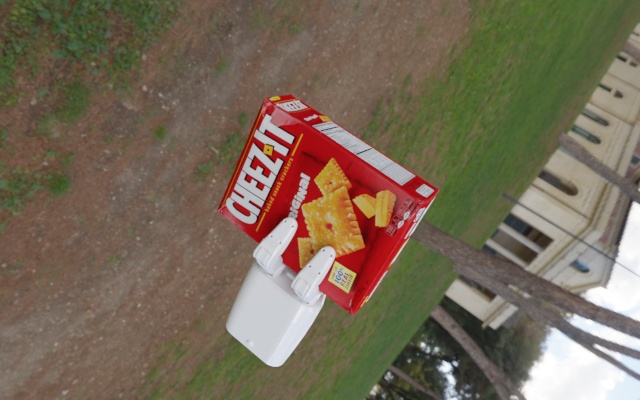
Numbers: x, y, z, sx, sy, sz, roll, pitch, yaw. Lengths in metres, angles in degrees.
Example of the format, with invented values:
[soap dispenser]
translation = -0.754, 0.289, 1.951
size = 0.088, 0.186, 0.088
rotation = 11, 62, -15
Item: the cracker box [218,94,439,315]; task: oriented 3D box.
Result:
[cracker box]
translation = 0.000, 0.002, 0.557
size = 0.213, 0.164, 0.072
rotation = 35, 26, 15
